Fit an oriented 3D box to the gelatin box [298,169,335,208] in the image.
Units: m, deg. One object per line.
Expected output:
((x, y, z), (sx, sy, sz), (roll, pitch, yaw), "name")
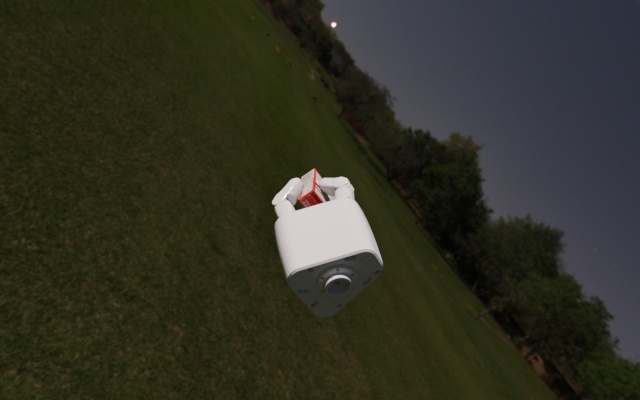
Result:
((0.000, 0.002, 0.712), (0.030, 0.073, 0.089), (-32, 21, 14), "gelatin box")
